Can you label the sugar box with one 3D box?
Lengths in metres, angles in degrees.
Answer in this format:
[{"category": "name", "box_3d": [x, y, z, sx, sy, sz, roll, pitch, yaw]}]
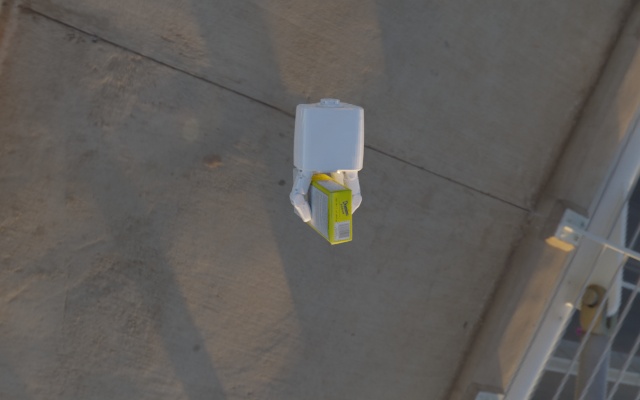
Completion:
[{"category": "sugar box", "box_3d": [0.001, 0.003, 0.858, 0.048, 0.093, 0.176, -7, 20, -20]}]
